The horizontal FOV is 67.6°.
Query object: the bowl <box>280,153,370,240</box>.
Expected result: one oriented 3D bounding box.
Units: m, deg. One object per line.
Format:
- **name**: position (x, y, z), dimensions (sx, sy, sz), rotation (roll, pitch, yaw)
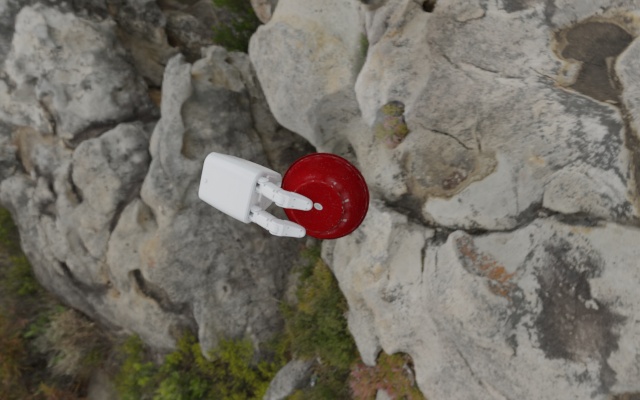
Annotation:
- **bowl**: position (0.001, 0.003, 0.814), dimensions (0.162, 0.162, 0.055), rotation (0, 19, 14)
